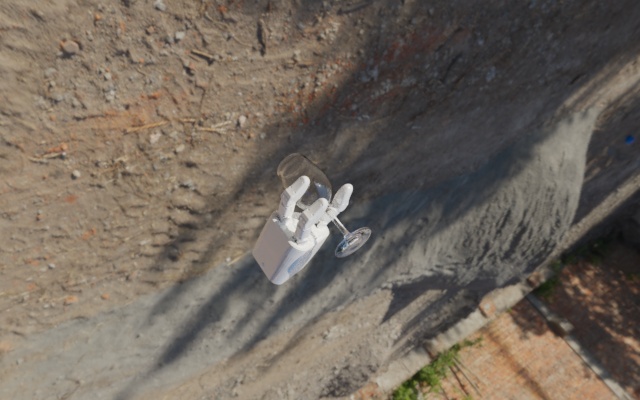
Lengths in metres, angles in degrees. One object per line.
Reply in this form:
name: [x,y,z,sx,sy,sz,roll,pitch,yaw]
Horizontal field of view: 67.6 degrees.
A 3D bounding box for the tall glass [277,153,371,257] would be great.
tall glass: [0.001,0.003,0.850,0.079,0.079,0.201,0,44,-51]
